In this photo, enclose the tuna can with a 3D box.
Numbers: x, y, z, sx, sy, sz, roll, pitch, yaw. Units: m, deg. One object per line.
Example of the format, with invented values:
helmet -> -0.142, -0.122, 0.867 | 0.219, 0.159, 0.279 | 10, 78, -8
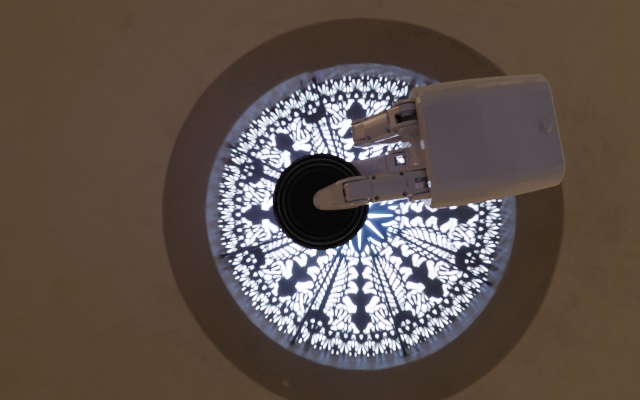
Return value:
tuna can -> 0.000, 0.001, 0.435 | 0.086, 0.086, 0.034 | 0, -2, -2
